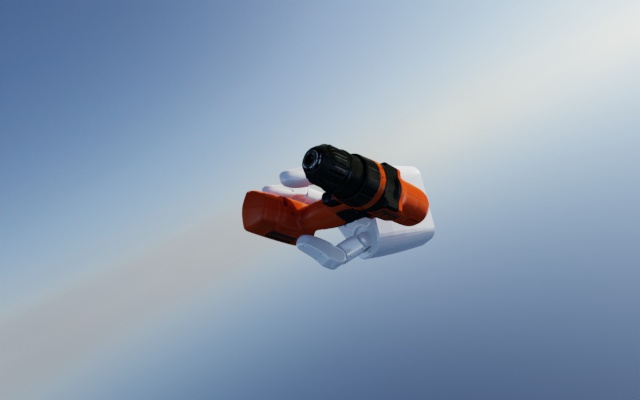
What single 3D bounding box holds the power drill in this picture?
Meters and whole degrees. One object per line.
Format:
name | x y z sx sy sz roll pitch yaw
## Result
power drill | 0.000 0.002 0.529 0.188 0.057 0.184 -14 -26 40
